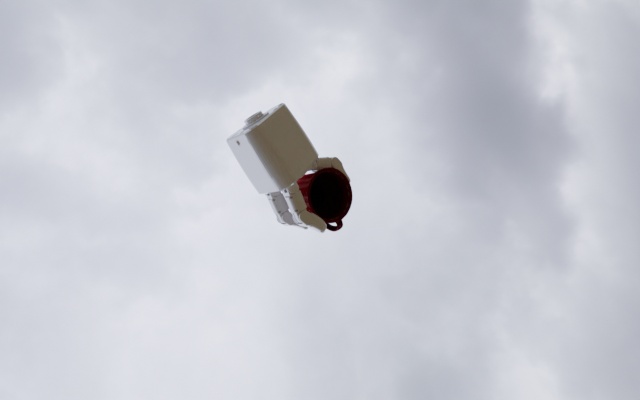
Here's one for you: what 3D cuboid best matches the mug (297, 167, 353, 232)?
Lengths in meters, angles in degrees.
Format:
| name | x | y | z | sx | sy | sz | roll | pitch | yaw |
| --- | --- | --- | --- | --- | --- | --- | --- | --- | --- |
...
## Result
| name | x | y | z | sx | sy | sz | roll | pitch | yaw |
| --- | --- | --- | --- | --- | --- | --- | --- | --- | --- |
| mug | 0.001 | 0.004 | 0.827 | 0.093 | 0.117 | 0.081 | -40 | 20 | -29 |
